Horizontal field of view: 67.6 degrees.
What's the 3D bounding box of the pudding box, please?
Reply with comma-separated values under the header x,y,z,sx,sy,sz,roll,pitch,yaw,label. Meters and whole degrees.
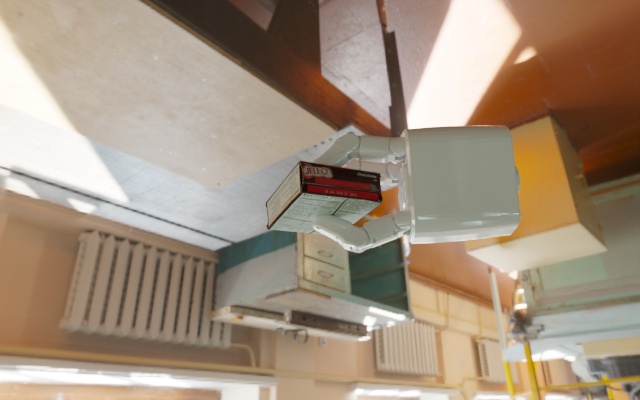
x,y,z,sx,sy,sz,roll,pitch,yaw,label
0.000,0.002,0.509,0.090,0.039,0.113,8,-27,-22,pudding box
